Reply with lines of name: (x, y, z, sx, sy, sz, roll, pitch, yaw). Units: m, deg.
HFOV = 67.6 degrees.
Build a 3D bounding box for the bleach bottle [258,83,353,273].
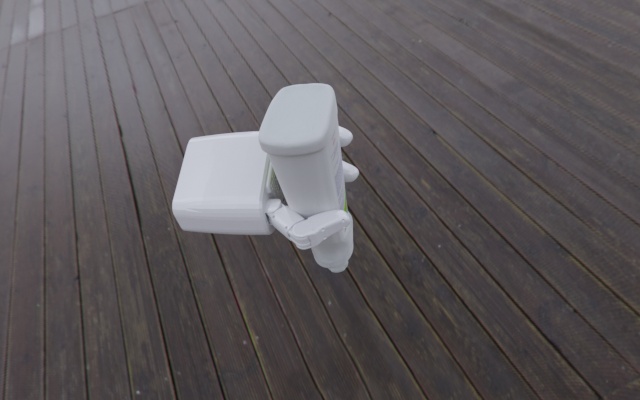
bleach bottle: (0.000, 0.002, 0.535, 0.068, 0.102, 0.251, 0, -44, 13)
